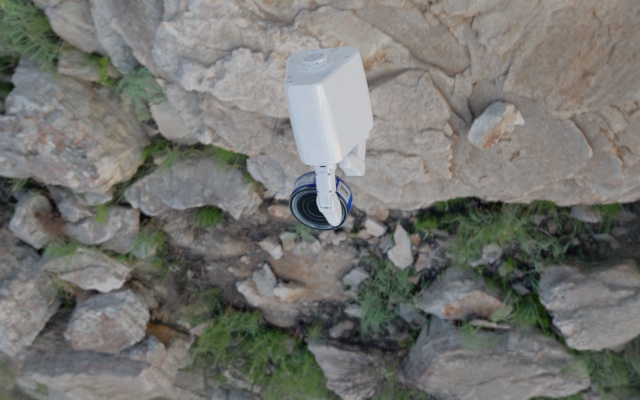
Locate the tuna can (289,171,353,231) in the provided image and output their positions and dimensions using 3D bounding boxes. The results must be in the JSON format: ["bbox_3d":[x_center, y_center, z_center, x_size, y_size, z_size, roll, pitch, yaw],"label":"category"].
[{"bbox_3d":[0.000,0.003,0.662,0.086,0.086,0.033,0,42,18],"label":"tuna can"}]
